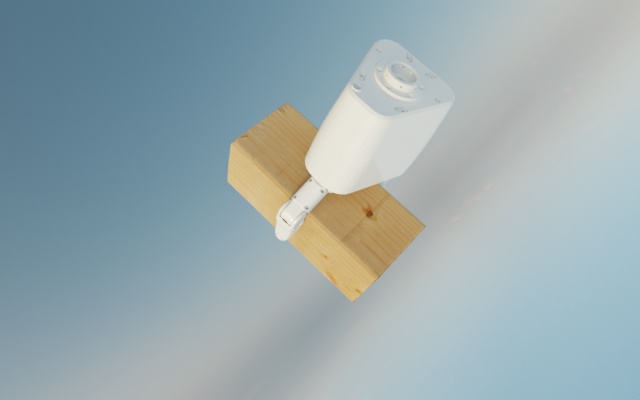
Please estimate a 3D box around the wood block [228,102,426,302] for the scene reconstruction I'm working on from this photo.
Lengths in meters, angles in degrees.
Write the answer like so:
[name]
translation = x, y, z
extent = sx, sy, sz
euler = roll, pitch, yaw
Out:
[wood block]
translation = 0.000, 0.002, 0.538
extent = 0.090, 0.206, 0.090
euler = -42, -11, -28
